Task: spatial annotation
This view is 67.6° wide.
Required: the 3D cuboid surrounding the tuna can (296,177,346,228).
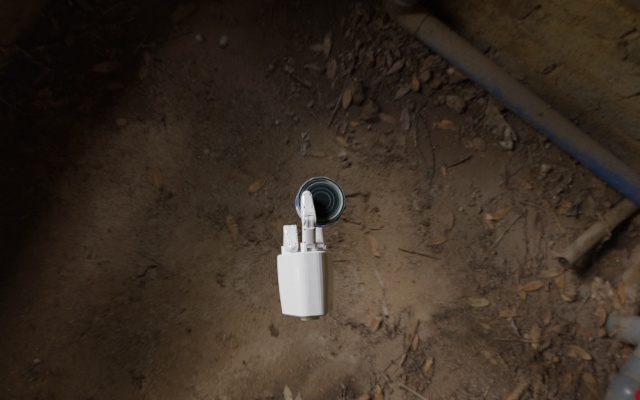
[{"bbox_3d":[0.000,0.003,0.827,0.086,0.086,0.034,0,-11,-6],"label":"tuna can"}]
